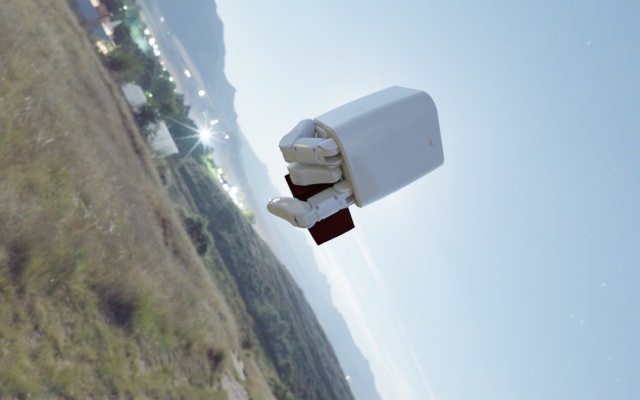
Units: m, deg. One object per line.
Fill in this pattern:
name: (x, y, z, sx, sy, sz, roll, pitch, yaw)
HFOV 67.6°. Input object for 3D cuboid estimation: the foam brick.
foam brick: (0.000, 0.002, 0.545, 0.051, 0.078, 0.053, -26, 39, -6)
